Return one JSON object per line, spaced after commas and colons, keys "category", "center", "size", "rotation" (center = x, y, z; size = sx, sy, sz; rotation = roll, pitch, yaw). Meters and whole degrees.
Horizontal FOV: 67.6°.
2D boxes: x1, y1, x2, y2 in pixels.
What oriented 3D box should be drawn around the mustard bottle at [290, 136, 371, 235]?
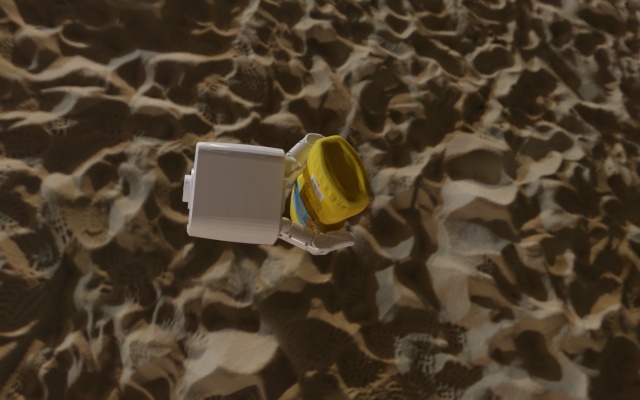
{"category": "mustard bottle", "center": [0.000, 0.002, 0.633], "size": [0.058, 0.096, 0.192], "rotation": [-18, -17, -25]}
